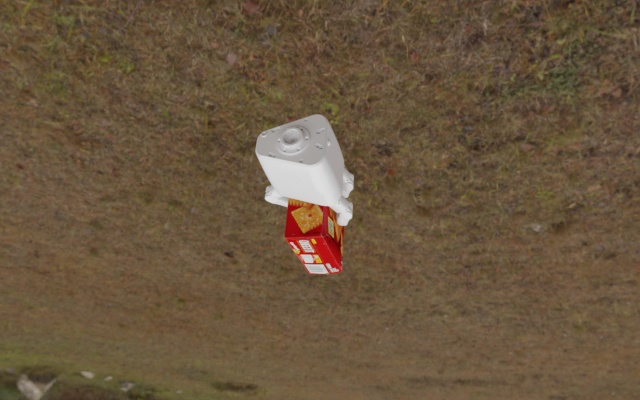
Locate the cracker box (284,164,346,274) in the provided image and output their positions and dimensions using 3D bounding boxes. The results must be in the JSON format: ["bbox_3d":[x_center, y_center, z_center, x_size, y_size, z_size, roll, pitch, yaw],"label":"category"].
[{"bbox_3d":[0.000,0.003,0.844,0.072,0.213,0.164,-2,-29,14],"label":"cracker box"}]
